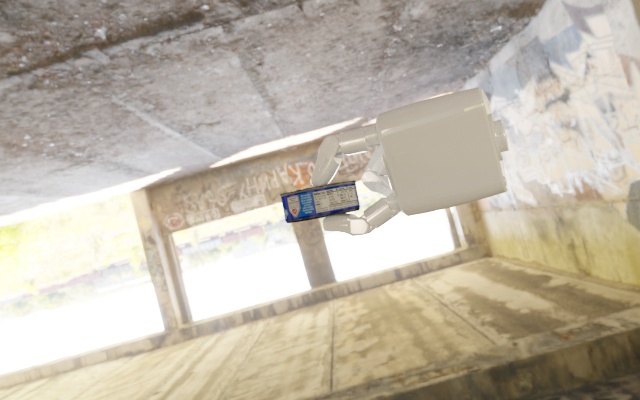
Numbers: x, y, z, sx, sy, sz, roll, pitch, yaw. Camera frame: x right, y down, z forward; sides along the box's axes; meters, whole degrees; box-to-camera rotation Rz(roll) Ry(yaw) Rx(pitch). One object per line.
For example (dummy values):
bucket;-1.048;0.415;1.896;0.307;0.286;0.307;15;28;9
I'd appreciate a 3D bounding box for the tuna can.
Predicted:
tuna can;0.000;0.002;0.528;0.086;0.034;0.086;-10;-1;0
